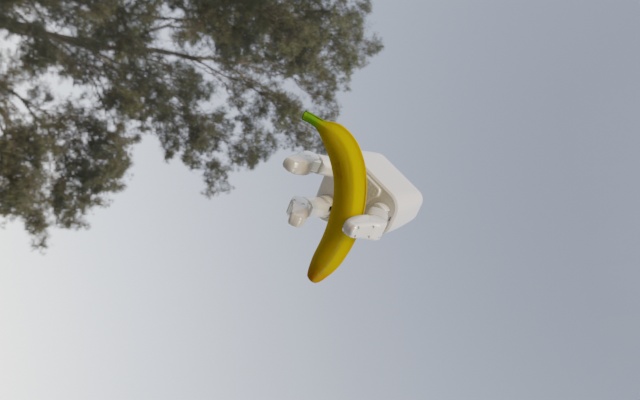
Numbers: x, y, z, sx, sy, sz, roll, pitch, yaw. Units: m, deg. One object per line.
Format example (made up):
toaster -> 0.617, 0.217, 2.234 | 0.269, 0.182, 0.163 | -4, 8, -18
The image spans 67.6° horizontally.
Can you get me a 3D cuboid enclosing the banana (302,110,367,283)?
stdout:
banana -> 0.018, -0.001, 0.536 | 0.069, 0.198, 0.037 | 2, 11, 16
